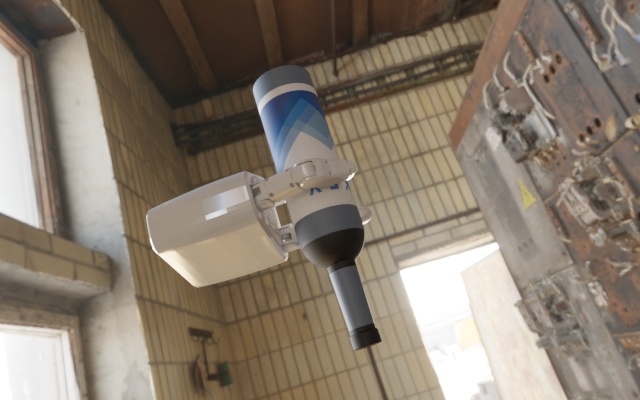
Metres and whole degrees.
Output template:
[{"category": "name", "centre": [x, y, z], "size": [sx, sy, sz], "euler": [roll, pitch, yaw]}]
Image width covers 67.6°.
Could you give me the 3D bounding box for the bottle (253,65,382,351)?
[{"category": "bottle", "centre": [0.000, 0.001, 0.484], "size": [0.069, 0.295, 0.069], "euler": [-16, -20, -6]}]
